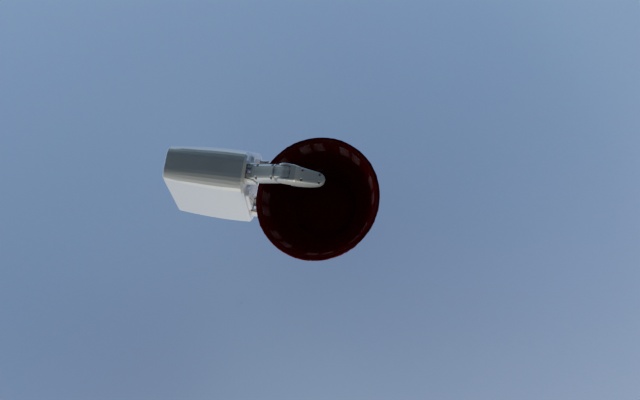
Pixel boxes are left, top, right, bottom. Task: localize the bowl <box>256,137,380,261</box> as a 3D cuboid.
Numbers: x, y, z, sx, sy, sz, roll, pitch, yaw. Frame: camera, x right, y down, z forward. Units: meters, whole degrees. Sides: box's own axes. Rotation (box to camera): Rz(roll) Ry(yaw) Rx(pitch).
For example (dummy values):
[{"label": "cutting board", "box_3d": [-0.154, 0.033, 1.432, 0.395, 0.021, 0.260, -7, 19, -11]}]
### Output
[{"label": "bowl", "box_3d": [0.001, 0.003, 0.625, 0.162, 0.162, 0.055, 0, -14, 14]}]
